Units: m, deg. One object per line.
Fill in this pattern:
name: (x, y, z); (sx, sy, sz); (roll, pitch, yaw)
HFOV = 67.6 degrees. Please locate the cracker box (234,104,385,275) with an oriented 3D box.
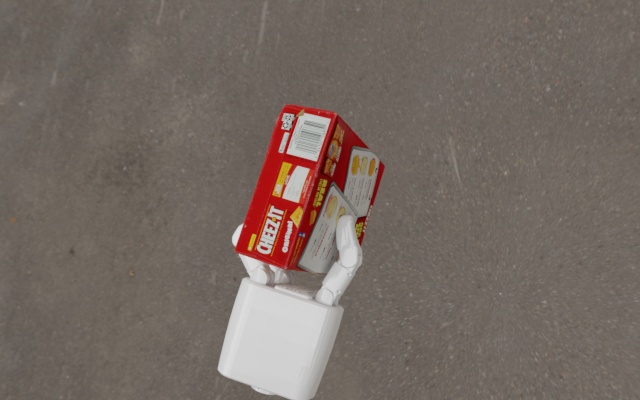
cracker box: (0.000, 0.002, 0.569); (0.072, 0.164, 0.214); (16, -4, 23)
